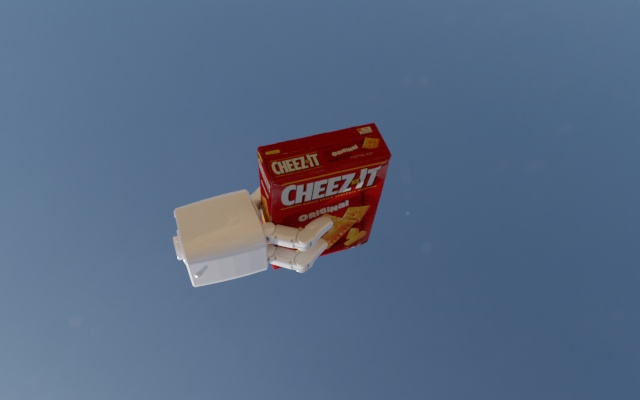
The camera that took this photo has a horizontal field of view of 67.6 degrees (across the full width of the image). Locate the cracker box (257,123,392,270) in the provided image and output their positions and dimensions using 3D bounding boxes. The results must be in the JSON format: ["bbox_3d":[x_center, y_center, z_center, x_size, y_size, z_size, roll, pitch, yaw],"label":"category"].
[{"bbox_3d":[0.000,0.002,0.684,0.164,0.072,0.214,-14,-34,-15],"label":"cracker box"}]
